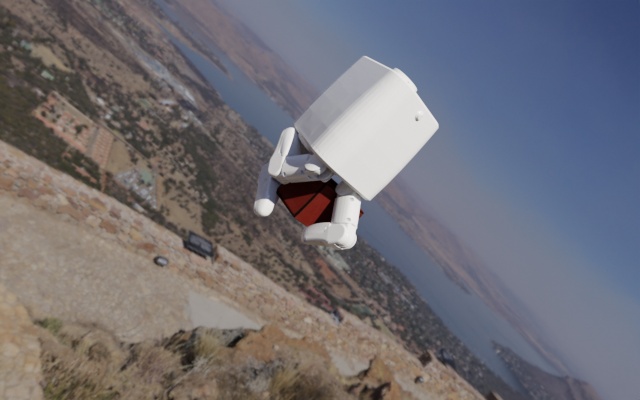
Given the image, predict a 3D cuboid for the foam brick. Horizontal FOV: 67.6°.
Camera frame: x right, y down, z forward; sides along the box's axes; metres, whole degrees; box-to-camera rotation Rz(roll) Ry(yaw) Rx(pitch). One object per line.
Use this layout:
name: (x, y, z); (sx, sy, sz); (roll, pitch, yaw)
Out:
foam brick: (0.000, 0.002, 0.526); (0.078, 0.051, 0.053); (37, 10, -46)
